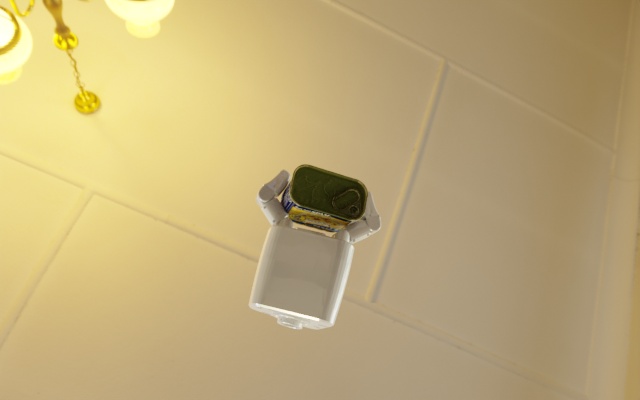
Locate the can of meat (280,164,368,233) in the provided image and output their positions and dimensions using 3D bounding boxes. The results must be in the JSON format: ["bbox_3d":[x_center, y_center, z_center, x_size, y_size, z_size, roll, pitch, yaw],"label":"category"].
[{"bbox_3d":[0.000,0.002,0.639,0.102,0.057,0.084,16,-22,-12],"label":"can of meat"}]
